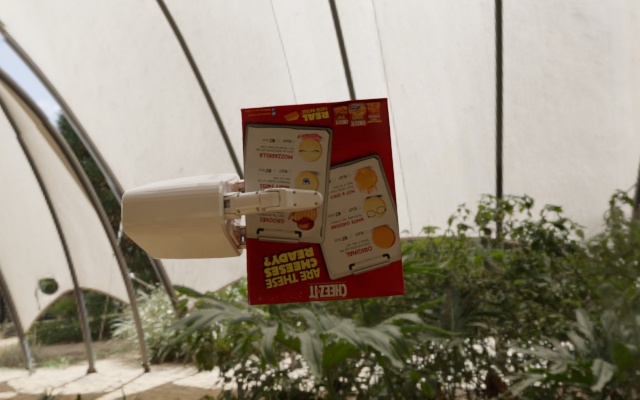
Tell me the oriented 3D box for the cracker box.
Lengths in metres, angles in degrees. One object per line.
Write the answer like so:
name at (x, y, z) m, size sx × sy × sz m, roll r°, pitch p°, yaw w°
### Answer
cracker box at (0.000, 0.002, 0.533) m, size 0.164 × 0.213 × 0.072 m, roll -4°, pitch -8°, yaw 2°
